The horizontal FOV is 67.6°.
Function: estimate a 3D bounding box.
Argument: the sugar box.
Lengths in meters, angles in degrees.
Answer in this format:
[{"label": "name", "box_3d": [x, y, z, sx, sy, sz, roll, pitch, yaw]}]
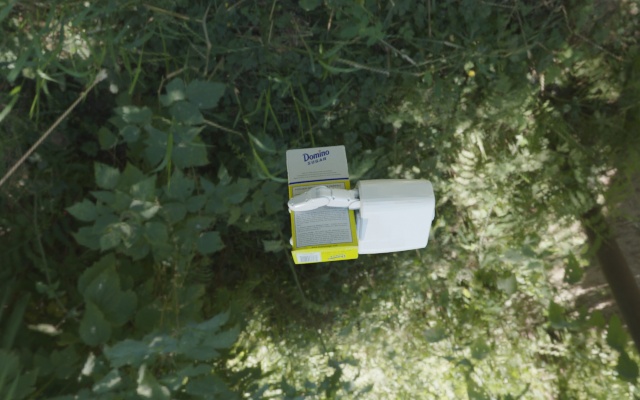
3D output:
[{"label": "sugar box", "box_3d": [0.000, 0.003, 0.710, 0.093, 0.176, 0.048, -4, -33, -1]}]
